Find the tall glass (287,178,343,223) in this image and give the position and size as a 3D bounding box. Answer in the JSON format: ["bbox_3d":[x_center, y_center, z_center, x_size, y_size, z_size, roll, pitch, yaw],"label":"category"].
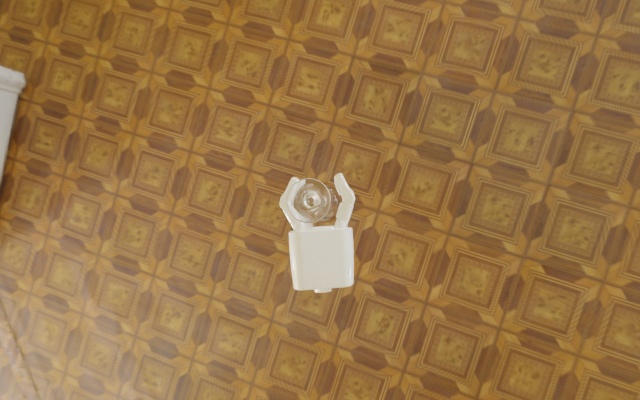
[{"bbox_3d":[0.000,0.003,0.881,0.079,0.079,0.201,0,-1,12],"label":"tall glass"}]
